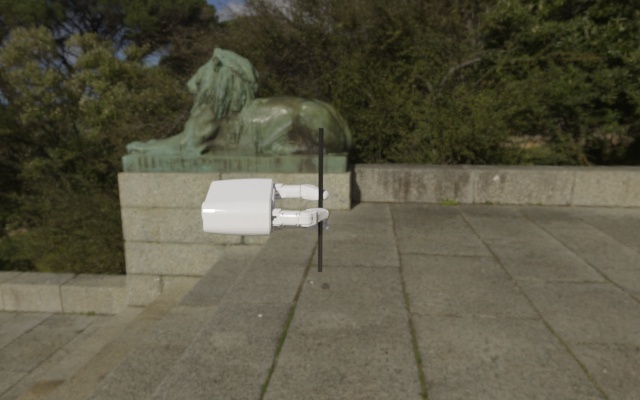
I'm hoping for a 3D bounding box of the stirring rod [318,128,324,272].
[{"bbox_3d":[0.000,0.003,0.782,0.011,0.239,0.011,0,13,0],"label":"stirring rod"}]
